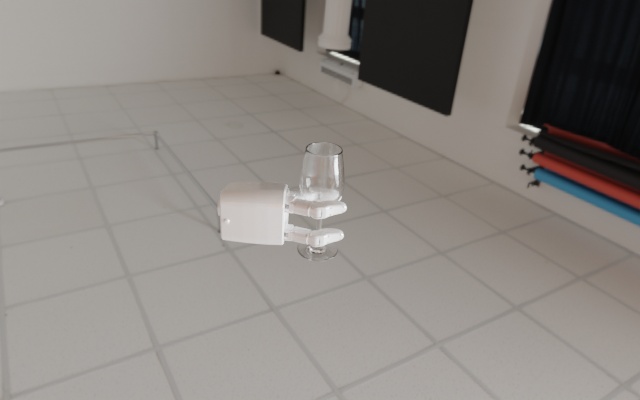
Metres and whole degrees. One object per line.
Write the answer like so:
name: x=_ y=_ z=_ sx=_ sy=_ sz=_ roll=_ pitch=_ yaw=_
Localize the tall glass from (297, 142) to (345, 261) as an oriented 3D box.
tall glass: x=0.000 y=0.003 z=0.831 sx=0.079 sy=0.201 sz=0.079 roll=3 pitch=28 yaw=-2
